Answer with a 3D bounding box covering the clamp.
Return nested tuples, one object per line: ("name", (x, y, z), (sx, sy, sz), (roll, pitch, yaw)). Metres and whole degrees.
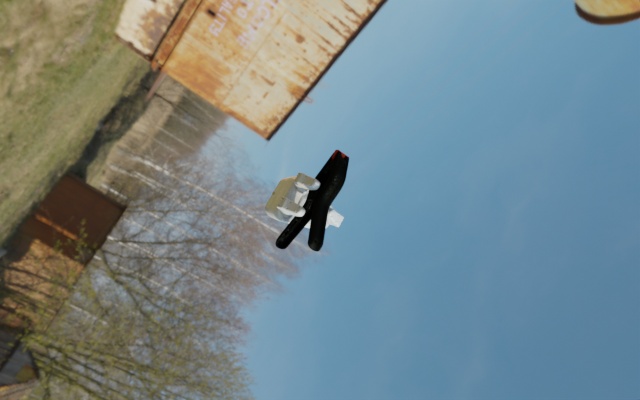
("clamp", (0.001, 0.003, 0.853), (0.036, 0.210, 0.164), (33, -10, -22))
